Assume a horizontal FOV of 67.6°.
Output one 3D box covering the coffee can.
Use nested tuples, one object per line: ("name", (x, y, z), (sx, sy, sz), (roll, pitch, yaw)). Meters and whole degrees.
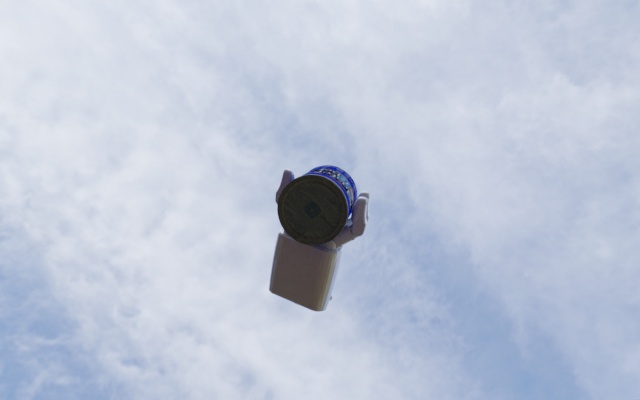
("coffee can", (0.000, 0.002, 0.742), (0.103, 0.103, 0.140), (0, 10, 10))
